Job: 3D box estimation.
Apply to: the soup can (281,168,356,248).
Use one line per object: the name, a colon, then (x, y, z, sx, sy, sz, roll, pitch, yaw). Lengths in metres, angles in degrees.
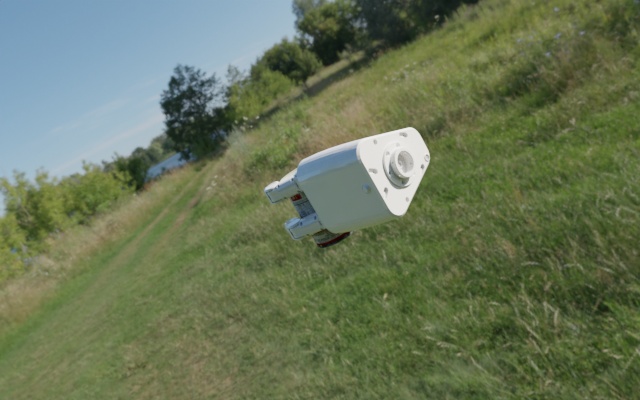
soup can: (0.000, 0.002, 0.628, 0.068, 0.102, 0.068, -30, 12, 7)
